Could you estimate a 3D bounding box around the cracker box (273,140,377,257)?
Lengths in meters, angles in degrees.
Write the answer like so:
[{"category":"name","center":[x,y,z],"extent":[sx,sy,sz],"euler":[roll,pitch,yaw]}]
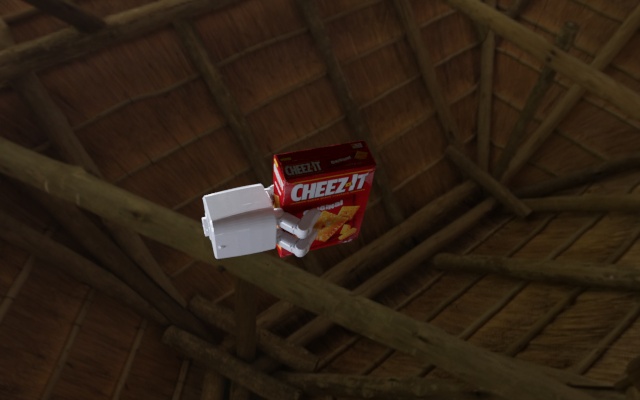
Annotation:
[{"category":"cracker box","center":[0.000,0.003,0.862],"extent":[0.164,0.072,0.214],"euler":[-12,-38,-16]}]
